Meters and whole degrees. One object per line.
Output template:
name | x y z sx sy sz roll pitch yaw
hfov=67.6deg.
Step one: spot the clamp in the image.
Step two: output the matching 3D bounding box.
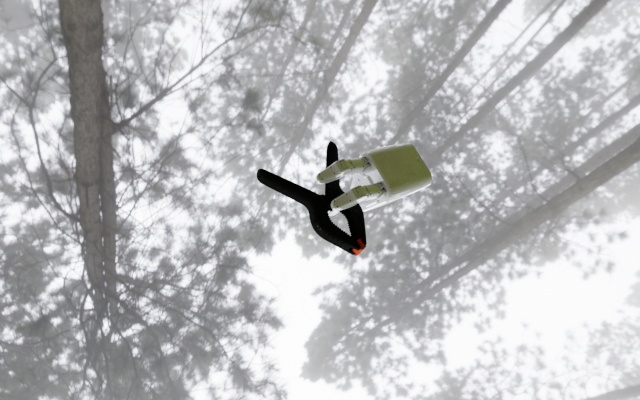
clamp | 0.000 0.003 0.795 0.164 0.210 0.036 -18 -22 -27
